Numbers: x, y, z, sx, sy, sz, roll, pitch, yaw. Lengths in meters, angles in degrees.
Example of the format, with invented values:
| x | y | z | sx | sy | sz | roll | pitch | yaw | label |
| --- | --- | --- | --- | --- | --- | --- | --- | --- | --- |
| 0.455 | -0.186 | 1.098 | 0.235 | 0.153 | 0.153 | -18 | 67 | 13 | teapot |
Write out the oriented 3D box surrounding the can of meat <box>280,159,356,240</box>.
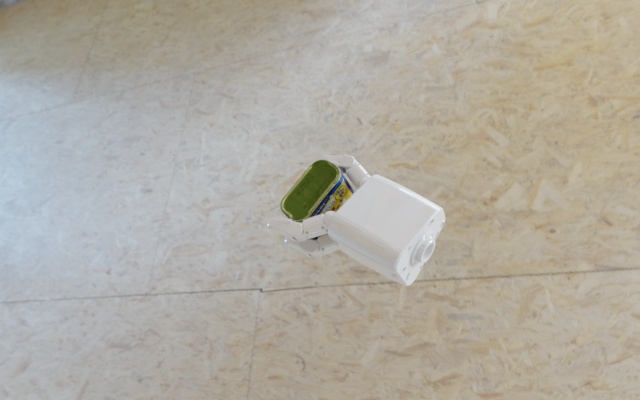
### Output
| x | y | z | sx | sy | sz | roll | pitch | yaw | label |
| --- | --- | --- | --- | --- | --- | --- | --- | --- | --- |
| 0.000 | 0.002 | 0.680 | 0.057 | 0.102 | 0.084 | 33 | -9 | 33 | can of meat |
